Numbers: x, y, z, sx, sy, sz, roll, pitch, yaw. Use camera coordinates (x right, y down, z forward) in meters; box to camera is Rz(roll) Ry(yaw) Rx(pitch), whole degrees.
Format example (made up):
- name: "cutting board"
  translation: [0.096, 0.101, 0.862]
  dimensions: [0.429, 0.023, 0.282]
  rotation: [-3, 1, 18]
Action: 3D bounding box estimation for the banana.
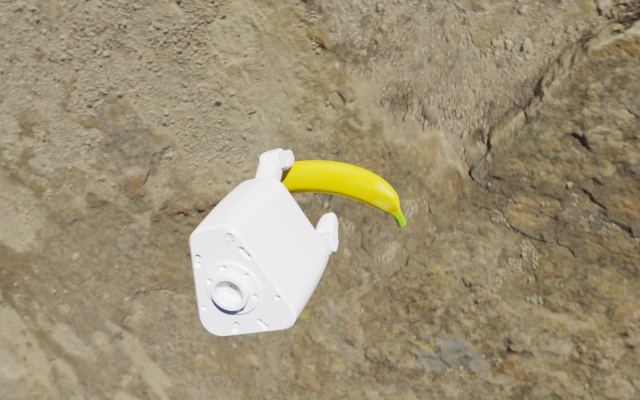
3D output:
- name: "banana"
  translation: [0.006, -0.014, 0.554]
  dimensions: [0.198, 0.070, 0.037]
  rotation: [12, 26, 10]
